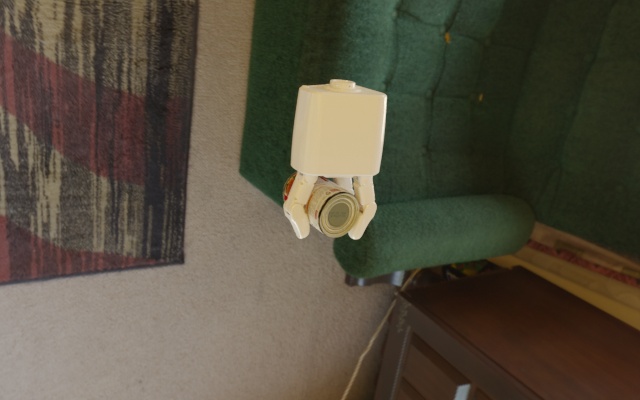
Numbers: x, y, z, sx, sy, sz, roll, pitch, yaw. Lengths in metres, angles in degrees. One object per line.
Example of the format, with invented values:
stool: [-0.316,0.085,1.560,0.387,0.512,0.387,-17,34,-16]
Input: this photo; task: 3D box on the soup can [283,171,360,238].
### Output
soup can: [0.000,0.003,0.676,0.068,0.068,0.102,0,21,-34]
